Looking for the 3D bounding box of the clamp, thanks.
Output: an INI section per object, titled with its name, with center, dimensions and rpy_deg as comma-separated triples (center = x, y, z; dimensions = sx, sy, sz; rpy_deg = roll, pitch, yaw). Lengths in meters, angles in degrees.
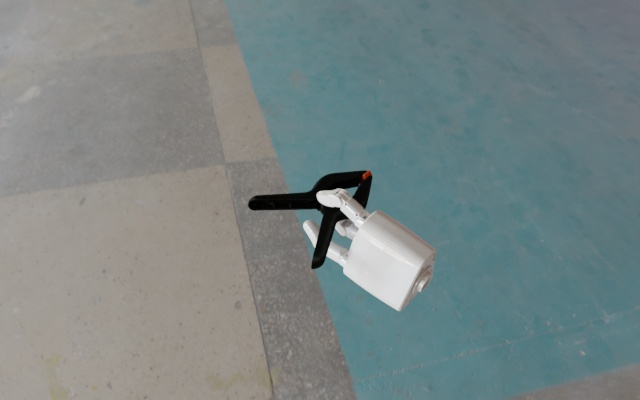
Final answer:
[clamp]
center = 0.001, 0.002, 0.773
dimensions = 0.164, 0.036, 0.210
rpy_deg = 35, 53, 23
